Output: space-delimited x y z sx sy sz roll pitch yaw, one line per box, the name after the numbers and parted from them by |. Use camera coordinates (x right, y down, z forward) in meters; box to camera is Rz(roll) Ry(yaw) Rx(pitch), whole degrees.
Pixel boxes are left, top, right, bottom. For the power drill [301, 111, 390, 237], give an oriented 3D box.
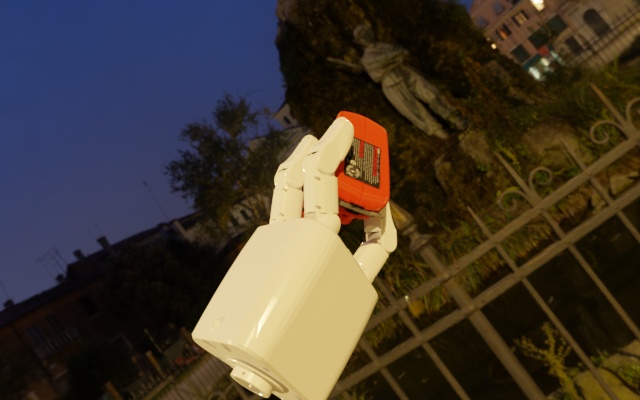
0.000 0.002 0.488 0.057 0.184 0.188 18 -43 -16 | power drill
